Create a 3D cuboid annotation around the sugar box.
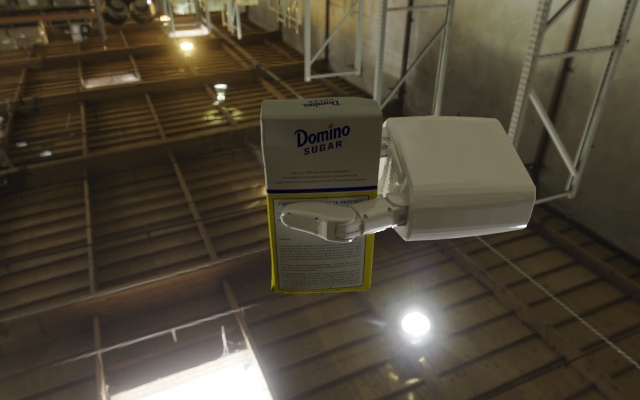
[{"bbox_3d":[0.000,0.001,0.411,0.093,0.176,0.048,-2,31,-4],"label":"sugar box"}]
